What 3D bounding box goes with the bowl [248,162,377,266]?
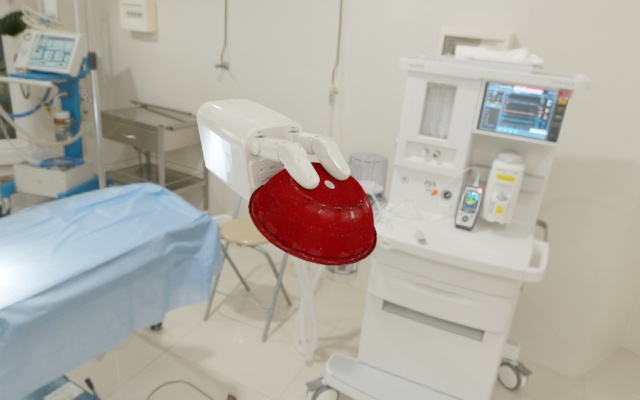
[{"bbox_3d":[0.001,0.002,0.562,0.162,0.055,0.162,15,33,-10],"label":"bowl"}]
